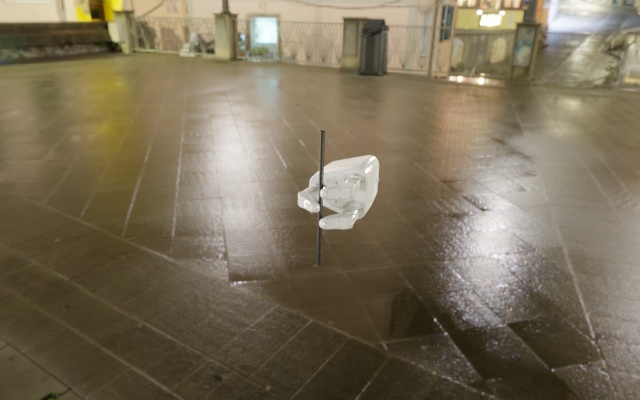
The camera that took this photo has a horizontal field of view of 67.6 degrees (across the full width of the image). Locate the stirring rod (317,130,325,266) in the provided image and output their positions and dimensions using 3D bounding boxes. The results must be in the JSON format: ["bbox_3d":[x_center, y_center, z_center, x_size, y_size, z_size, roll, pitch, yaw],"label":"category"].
[{"bbox_3d":[0.000,0.003,0.793,0.011,0.240,0.011,1,22,-1],"label":"stirring rod"}]
